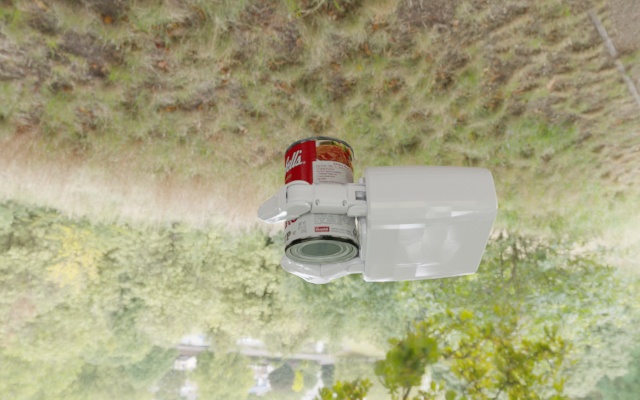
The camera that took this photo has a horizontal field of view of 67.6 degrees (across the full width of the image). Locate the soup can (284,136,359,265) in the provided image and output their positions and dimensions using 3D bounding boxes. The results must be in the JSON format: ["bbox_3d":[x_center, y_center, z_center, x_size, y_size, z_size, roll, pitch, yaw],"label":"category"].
[{"bbox_3d":[0.000,0.002,0.444,0.068,0.102,0.068,-1,-26,-1],"label":"soup can"}]
